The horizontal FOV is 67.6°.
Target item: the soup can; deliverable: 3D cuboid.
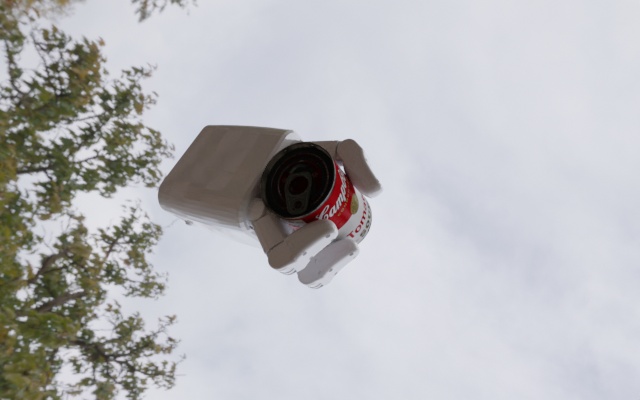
[{"bbox_3d":[0.001,0.001,0.429,0.068,0.068,0.102,0,-22,25],"label":"soup can"}]
